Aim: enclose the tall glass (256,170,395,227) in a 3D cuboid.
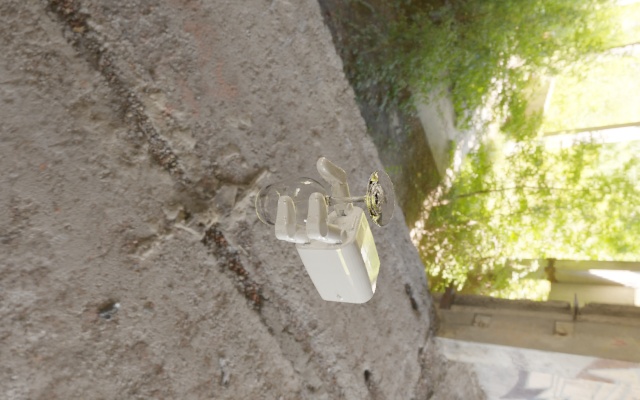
[{"bbox_3d":[0.001,0.002,0.686,0.201,0.079,0.079,-3,-2,36],"label":"tall glass"}]
